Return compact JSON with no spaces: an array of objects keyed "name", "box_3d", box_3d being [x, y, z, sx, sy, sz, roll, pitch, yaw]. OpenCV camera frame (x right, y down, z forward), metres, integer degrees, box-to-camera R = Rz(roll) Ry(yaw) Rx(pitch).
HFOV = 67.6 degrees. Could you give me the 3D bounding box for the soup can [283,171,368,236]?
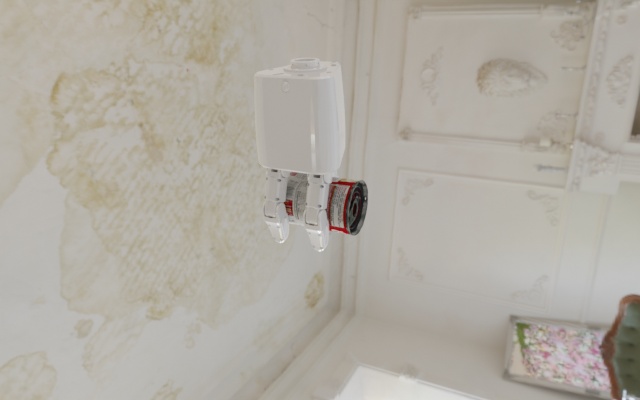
[{"name":"soup can","box_3d":[0.000,0.002,0.595,0.102,0.068,0.068,9,3,23]}]
